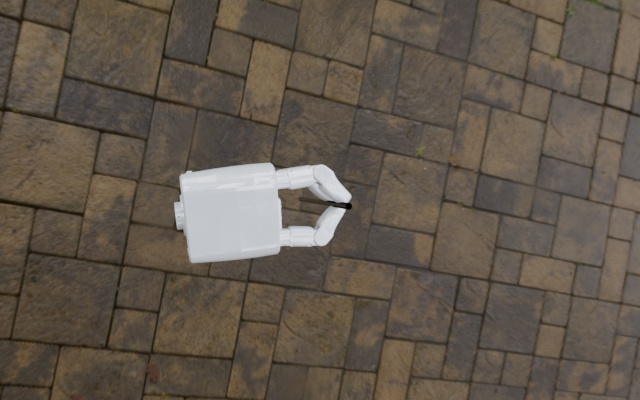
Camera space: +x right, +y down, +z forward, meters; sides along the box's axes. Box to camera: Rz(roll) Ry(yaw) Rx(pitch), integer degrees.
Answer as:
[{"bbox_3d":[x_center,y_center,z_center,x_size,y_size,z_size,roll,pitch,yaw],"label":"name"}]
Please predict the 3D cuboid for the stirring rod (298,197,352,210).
[{"bbox_3d":[0.000,0.002,0.663,0.011,0.011,0.239,0,2,-16],"label":"stirring rod"}]
